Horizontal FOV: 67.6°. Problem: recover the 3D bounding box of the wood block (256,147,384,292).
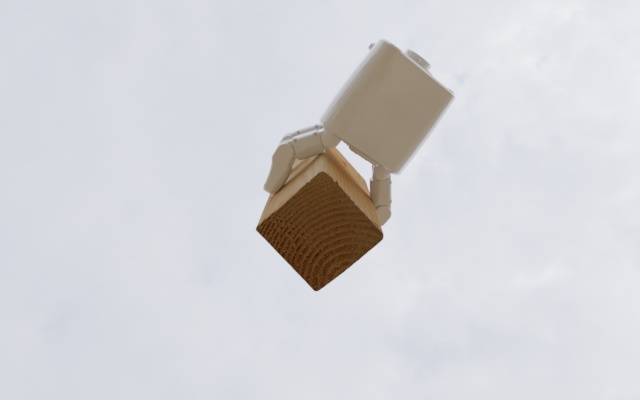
[{"bbox_3d":[0.001,0.002,0.544,0.090,0.091,0.206,-40,12,12],"label":"wood block"}]
